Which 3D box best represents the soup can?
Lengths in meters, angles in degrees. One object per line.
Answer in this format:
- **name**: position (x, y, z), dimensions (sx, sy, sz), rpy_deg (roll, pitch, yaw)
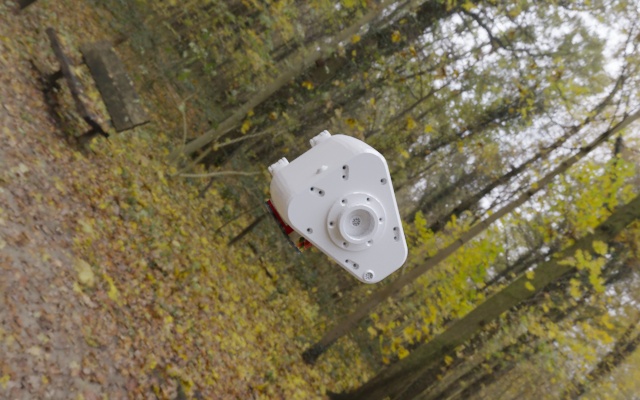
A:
- **soup can**: position (0.000, 0.002, 0.517), dimensions (0.102, 0.068, 0.068), rpy_deg (-34, 1, -2)
